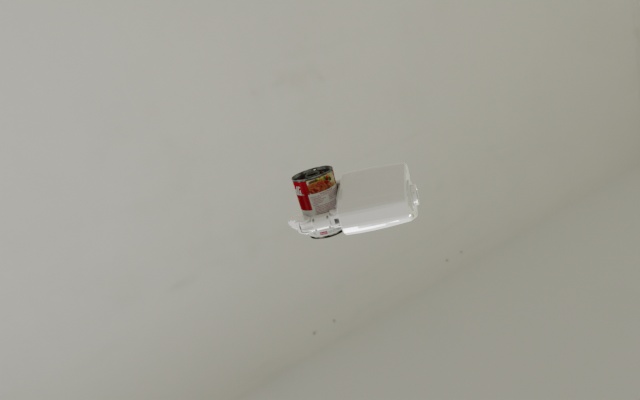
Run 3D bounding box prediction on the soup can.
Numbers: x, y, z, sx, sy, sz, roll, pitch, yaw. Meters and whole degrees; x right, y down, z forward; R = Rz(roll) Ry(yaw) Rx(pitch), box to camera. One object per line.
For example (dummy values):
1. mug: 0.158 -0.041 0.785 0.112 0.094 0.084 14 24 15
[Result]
1. soup can: 0.000 0.003 0.769 0.068 0.102 0.068 -15 16 4
